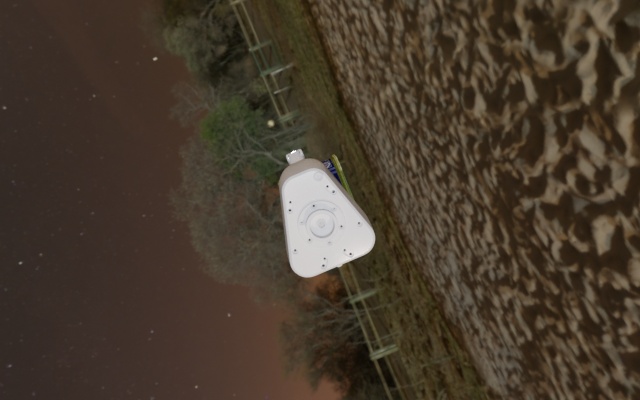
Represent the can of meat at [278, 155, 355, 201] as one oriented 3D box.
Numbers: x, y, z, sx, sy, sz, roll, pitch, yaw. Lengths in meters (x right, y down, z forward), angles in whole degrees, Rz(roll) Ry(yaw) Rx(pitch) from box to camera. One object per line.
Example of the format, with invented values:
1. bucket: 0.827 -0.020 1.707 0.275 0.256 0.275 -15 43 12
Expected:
1. can of meat: 0.000 0.002 0.638 0.084 0.102 0.057 -23 13 0
